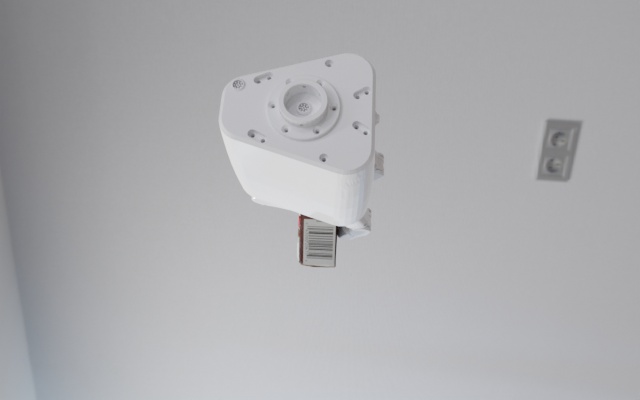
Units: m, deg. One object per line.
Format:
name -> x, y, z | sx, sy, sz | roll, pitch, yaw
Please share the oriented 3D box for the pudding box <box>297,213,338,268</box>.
pudding box -> 0.000, 0.002, 0.484 | 0.039, 0.113, 0.090 | 4, 9, 2
